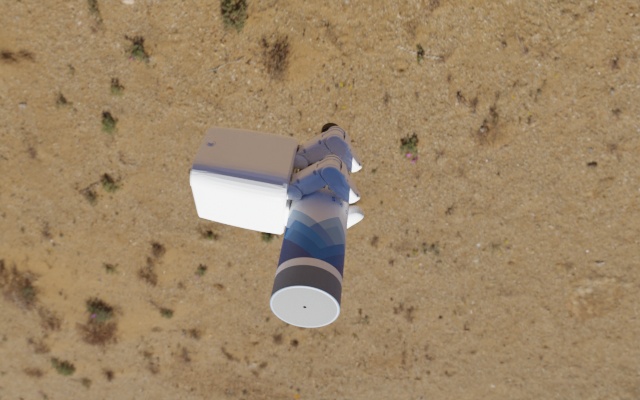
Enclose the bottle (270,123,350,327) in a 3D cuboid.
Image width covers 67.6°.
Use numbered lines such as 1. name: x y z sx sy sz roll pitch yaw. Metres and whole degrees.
1. bottle: 0.000 0.002 0.554 0.069 0.069 0.295 0 42 8
